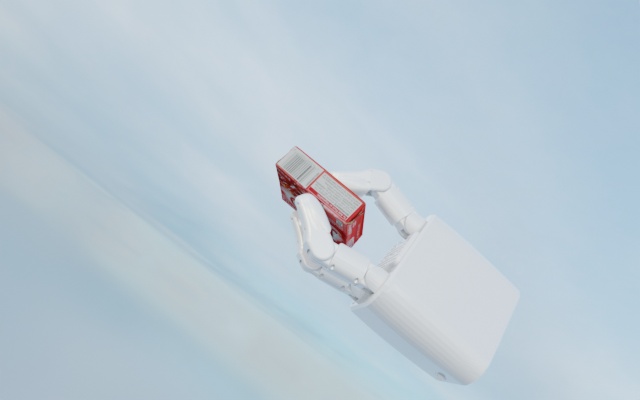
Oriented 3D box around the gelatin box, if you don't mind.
[{"bbox_3d":[0.000,0.001,0.445,0.089,0.030,0.073,41,-18,18],"label":"gelatin box"}]
